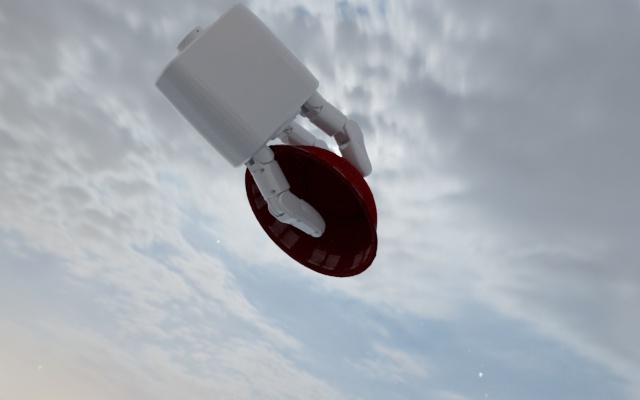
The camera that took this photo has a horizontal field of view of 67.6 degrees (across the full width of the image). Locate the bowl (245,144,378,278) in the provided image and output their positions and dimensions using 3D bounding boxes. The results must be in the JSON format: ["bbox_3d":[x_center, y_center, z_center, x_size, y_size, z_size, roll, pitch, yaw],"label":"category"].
[{"bbox_3d":[0.001,0.002,0.496,0.162,0.162,0.055,0,33,42],"label":"bowl"}]
